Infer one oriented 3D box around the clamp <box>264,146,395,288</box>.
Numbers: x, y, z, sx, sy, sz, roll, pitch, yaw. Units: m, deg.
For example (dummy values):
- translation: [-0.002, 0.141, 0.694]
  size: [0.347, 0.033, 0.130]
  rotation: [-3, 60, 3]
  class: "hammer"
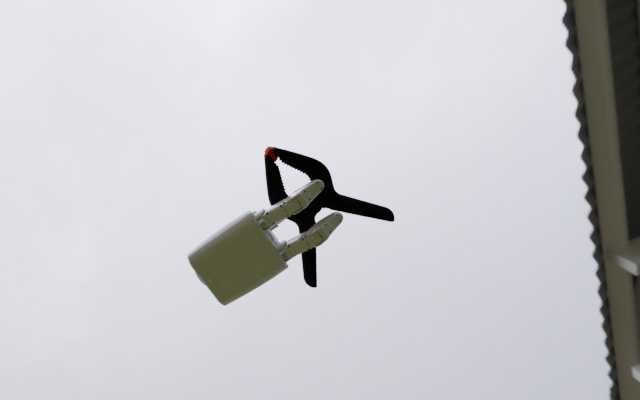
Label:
- translation: [-0.001, 0.002, 0.679]
  size: [0.164, 0.210, 0.036]
  rotation: [-34, 18, -5]
  class: "clamp"
